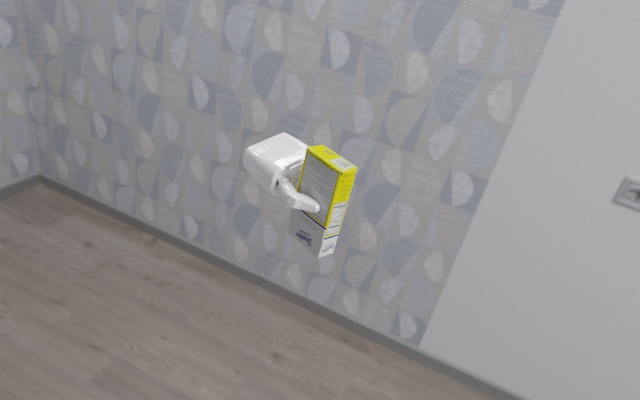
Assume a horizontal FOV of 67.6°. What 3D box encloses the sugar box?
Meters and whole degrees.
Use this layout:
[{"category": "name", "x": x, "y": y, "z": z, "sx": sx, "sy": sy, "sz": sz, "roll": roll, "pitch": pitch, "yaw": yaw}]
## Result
[{"category": "sugar box", "x": 0.000, "y": 0.002, "z": 0.837, "sx": 0.048, "sy": 0.176, "sz": 0.093, "roll": -15, "pitch": 41, "yaw": -39}]
